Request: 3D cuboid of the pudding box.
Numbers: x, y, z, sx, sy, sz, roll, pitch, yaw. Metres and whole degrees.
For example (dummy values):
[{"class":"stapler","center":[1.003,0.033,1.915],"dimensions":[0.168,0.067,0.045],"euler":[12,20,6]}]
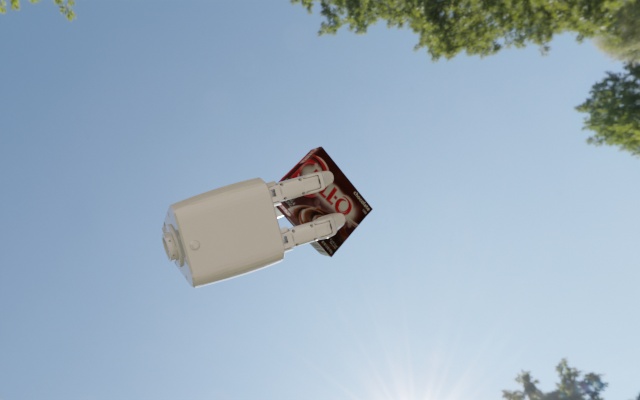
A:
[{"class":"pudding box","center":[0.000,0.002,0.612],"dimensions":[0.090,0.113,0.039],"euler":[-47,20,-20]}]
